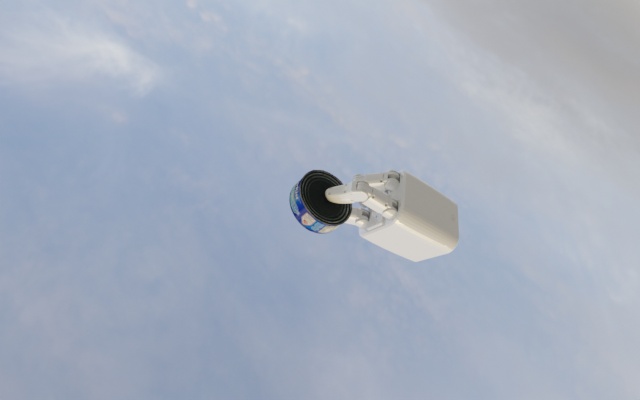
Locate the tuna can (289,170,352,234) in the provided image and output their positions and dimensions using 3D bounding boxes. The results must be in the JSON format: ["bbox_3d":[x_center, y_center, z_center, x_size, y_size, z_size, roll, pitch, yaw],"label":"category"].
[{"bbox_3d":[0.000,0.002,0.665,0.086,0.086,0.034,0,-27,-38],"label":"tuna can"}]
